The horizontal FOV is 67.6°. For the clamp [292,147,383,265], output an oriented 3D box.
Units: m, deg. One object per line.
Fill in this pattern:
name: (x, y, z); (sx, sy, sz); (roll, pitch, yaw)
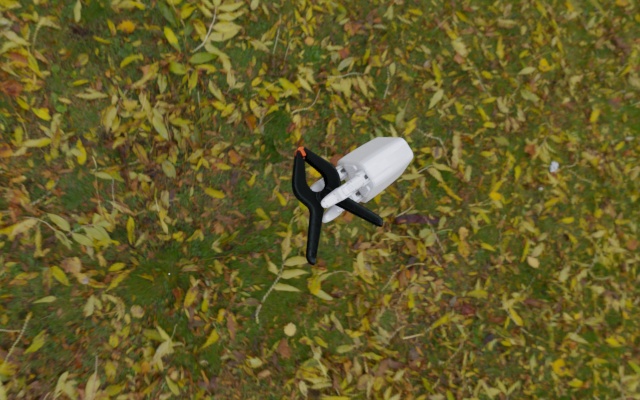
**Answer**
clamp: (0.000, 0.002, 0.878); (0.164, 0.210, 0.036); (-35, 3, -18)
